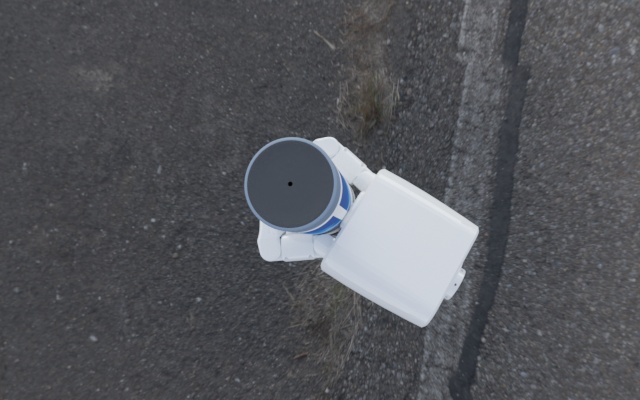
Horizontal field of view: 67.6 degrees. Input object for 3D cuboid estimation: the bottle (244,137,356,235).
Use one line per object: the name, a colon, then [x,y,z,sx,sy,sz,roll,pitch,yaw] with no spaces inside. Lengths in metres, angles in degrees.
bottle: [0.000,0.001,0.477,0.069,0.069,0.296,0,-5,8]
